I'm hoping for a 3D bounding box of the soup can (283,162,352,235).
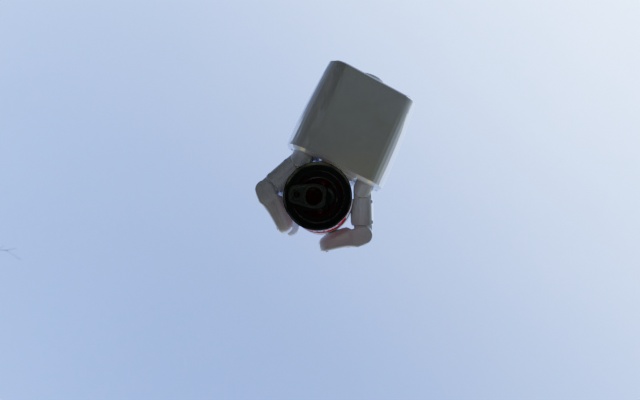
[{"bbox_3d":[0.000,0.002,0.511,0.068,0.068,0.102,0,-7,4],"label":"soup can"}]
